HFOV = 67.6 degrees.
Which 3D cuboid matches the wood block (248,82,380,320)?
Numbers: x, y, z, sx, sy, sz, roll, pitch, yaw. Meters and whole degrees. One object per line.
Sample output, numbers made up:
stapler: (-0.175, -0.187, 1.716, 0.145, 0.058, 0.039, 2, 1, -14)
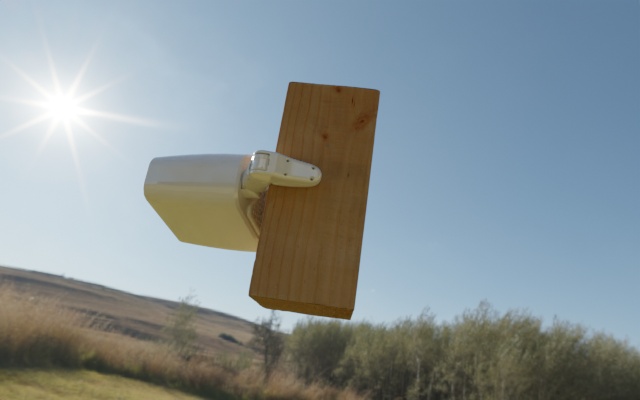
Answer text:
wood block: (0.000, 0.001, 0.459, 0.090, 0.206, 0.091, 7, -19, 5)
